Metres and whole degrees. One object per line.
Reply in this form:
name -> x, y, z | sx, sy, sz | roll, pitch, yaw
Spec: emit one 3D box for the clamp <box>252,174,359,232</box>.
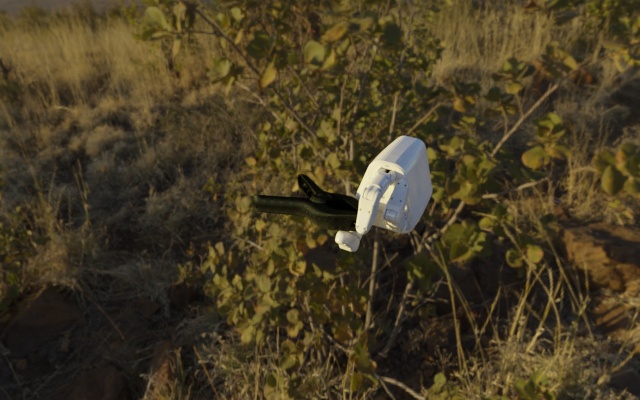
clamp -> 0.000, 0.002, 0.696 | 0.171, 0.039, 0.120 | 17, 36, 22
